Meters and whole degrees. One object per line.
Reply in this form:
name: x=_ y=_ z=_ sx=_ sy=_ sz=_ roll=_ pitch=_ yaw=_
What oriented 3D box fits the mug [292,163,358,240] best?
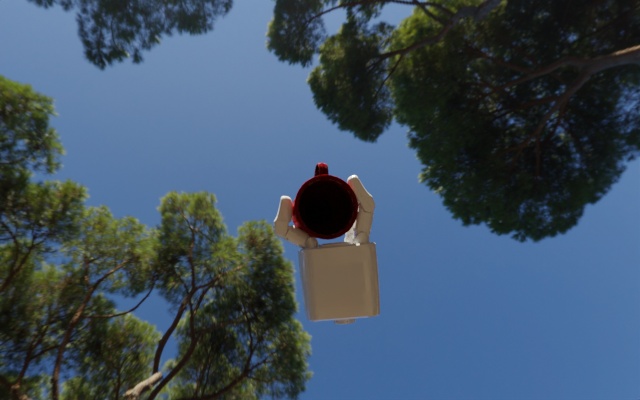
mug: x=0.000 y=0.001 z=0.717 sx=0.093 sy=0.117 sz=0.081 roll=-2 pitch=-7 yaw=-12
